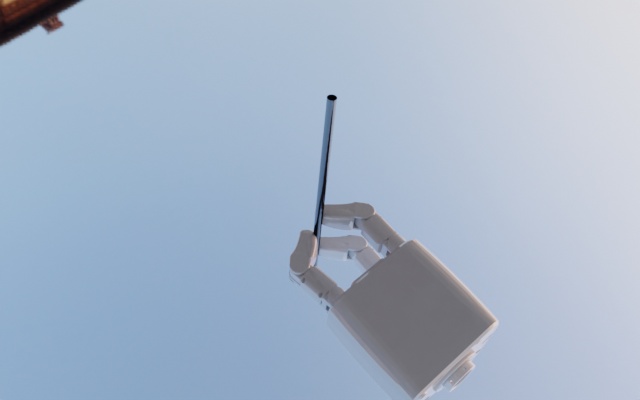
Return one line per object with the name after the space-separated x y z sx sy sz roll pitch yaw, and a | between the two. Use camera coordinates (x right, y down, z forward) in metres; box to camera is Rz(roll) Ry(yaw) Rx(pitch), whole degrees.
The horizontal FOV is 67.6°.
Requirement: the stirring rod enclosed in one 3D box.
0.000 0.001 0.455 0.011 0.011 0.240 0 -42 -6 | stirring rod
